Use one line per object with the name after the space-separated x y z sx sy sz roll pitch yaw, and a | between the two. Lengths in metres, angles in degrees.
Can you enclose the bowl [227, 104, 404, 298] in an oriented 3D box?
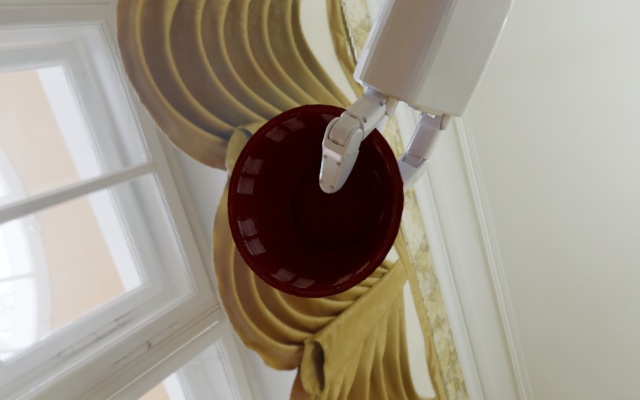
-0.001 0.002 0.419 0.162 0.162 0.055 0 -4 24 | bowl
